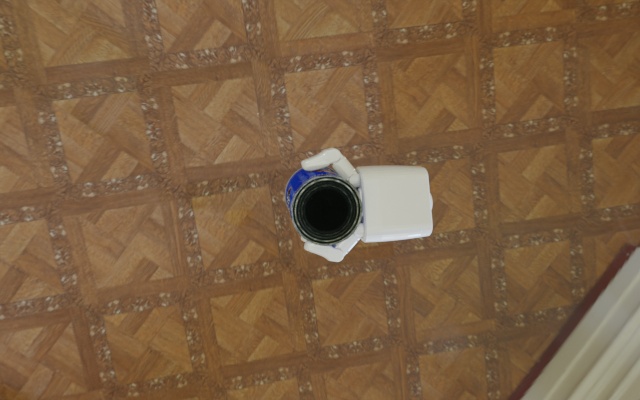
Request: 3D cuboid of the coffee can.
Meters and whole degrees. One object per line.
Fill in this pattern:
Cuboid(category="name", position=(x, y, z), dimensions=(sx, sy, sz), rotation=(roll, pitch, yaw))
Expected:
Cuboid(category="coffee can", position=(0.000, 0.002, 0.736), dimensions=(0.103, 0.103, 0.140), rotation=(0, 10, -8))
